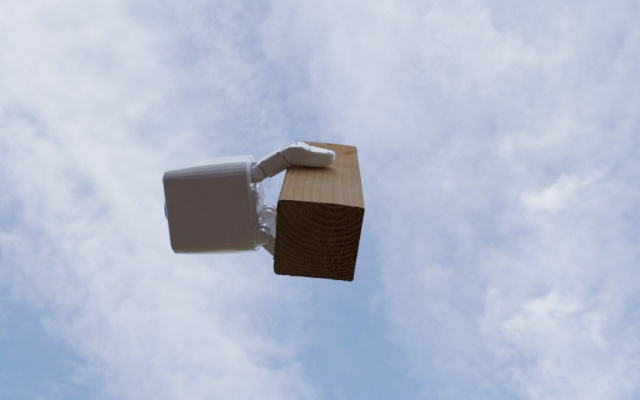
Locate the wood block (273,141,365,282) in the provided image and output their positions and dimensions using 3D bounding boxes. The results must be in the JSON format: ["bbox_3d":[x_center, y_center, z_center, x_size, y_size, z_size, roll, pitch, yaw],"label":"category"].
[{"bbox_3d":[0.000,0.002,0.586,0.090,0.091,0.206,6,24,-1],"label":"wood block"}]
